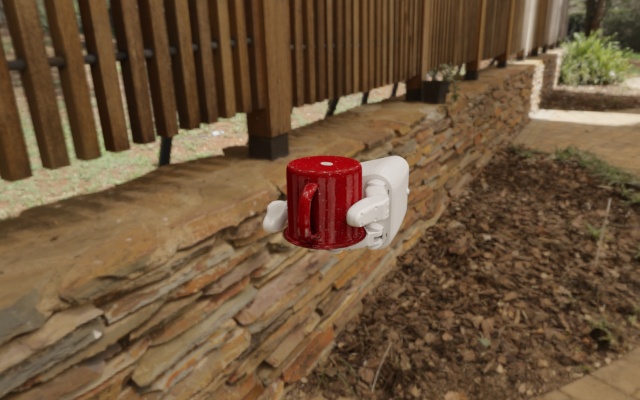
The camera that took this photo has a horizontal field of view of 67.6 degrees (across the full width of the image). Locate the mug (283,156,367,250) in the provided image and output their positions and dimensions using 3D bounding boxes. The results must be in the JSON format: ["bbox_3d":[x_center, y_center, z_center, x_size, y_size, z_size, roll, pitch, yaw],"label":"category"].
[{"bbox_3d":[-0.001,0.002,0.507,0.093,0.081,0.117,6,19,20],"label":"mug"}]
